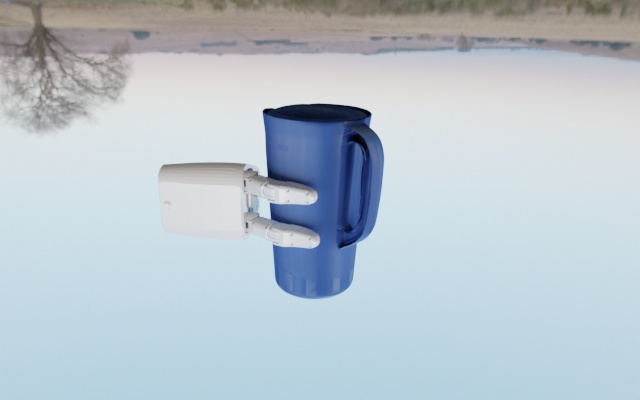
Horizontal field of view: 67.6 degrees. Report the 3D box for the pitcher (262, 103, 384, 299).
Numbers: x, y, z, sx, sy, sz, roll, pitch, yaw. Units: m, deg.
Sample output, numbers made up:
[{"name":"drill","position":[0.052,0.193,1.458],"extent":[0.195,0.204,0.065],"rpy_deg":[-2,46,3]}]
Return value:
[{"name":"pitcher","position":[0.000,0.002,0.610],"extent":[0.145,0.243,0.149],"rpy_deg":[2,20,3]}]
